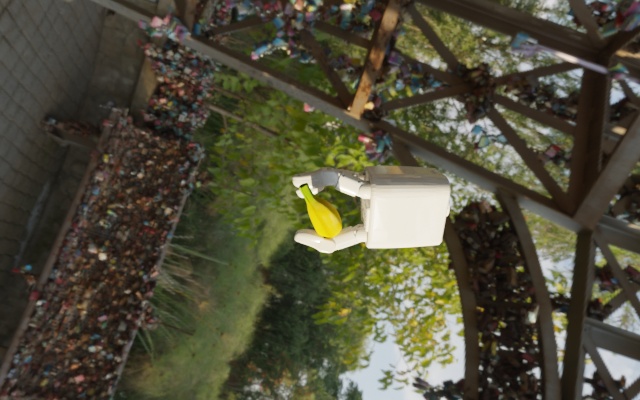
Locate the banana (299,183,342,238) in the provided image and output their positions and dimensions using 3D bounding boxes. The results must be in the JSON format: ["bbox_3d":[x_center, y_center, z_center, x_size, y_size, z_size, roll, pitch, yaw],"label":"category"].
[{"bbox_3d":[0.006,0.019,0.664,0.037,0.069,0.198,-19,-8,0],"label":"banana"}]
